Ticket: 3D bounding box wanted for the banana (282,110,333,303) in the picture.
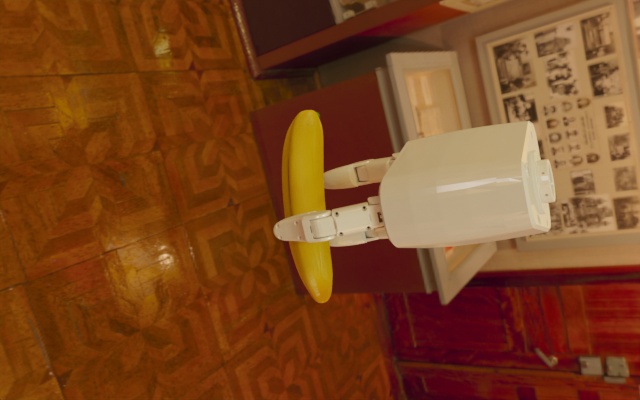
[{"bbox_3d":[-0.009,-0.006,0.446,0.037,0.197,0.070,-9,-18,27],"label":"banana"}]
